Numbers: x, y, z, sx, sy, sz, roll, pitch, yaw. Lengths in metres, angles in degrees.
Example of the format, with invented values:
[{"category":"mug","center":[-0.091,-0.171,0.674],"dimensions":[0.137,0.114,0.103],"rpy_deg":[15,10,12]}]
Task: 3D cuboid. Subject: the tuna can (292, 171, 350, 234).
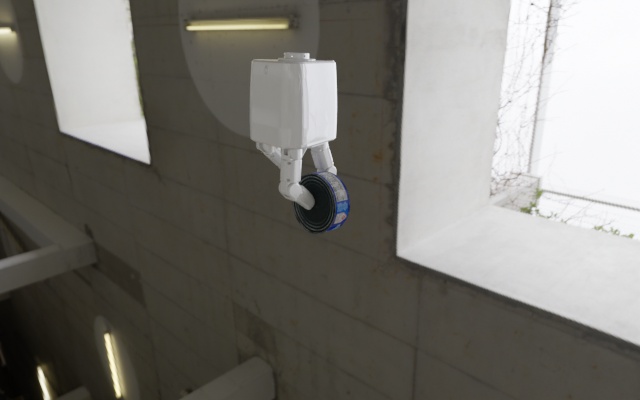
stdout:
[{"category":"tuna can","center":[0.001,0.002,0.671],"dimensions":[0.034,0.086,0.086],"rpy_deg":[-13,9,-44]}]
